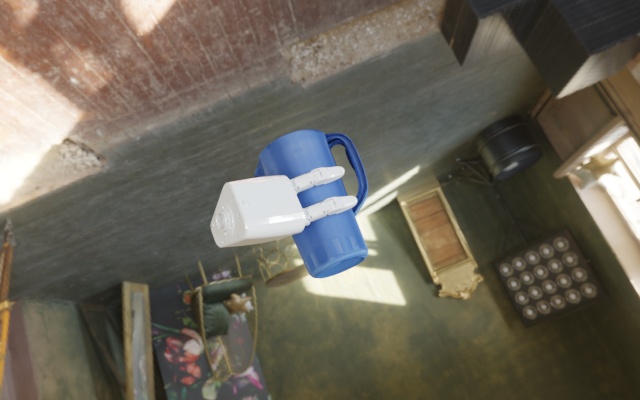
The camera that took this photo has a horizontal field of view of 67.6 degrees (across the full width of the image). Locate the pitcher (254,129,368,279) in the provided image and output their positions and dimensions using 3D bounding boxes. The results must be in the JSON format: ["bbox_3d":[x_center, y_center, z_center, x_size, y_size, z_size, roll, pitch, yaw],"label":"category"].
[{"bbox_3d":[0.000,0.003,0.837,0.145,0.242,0.149,-7,-24,-39],"label":"pitcher"}]
